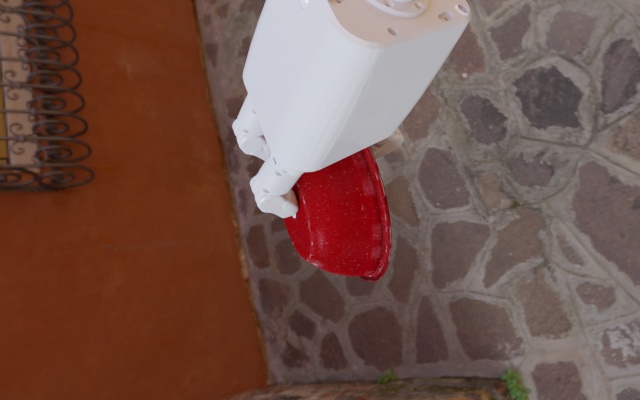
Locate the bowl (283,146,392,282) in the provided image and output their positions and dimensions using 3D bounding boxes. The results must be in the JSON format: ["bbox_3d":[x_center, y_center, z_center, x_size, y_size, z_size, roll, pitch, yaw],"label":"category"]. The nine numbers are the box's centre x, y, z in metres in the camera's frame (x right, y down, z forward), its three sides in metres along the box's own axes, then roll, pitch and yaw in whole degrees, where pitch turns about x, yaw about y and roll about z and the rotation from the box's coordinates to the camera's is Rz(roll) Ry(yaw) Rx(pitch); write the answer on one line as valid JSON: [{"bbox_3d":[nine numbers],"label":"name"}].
[{"bbox_3d":[0.000,0.002,0.424,0.055,0.162,0.162,-16,5,-17],"label":"bowl"}]
